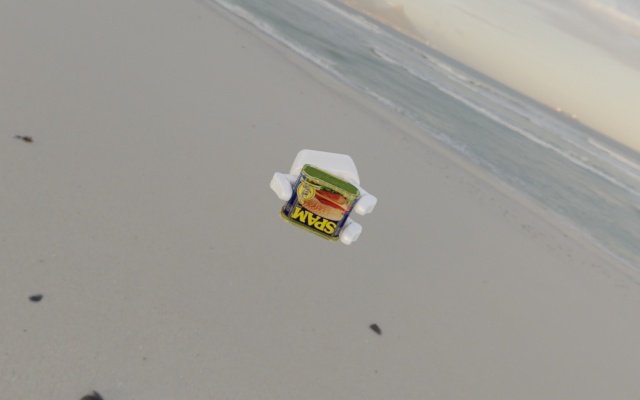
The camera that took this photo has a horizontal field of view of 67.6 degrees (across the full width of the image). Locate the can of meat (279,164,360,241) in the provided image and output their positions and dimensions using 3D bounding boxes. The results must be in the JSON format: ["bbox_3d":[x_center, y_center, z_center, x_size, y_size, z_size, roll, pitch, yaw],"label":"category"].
[{"bbox_3d":[0.000,0.002,0.738,0.102,0.084,0.057,24,21,-7],"label":"can of meat"}]
